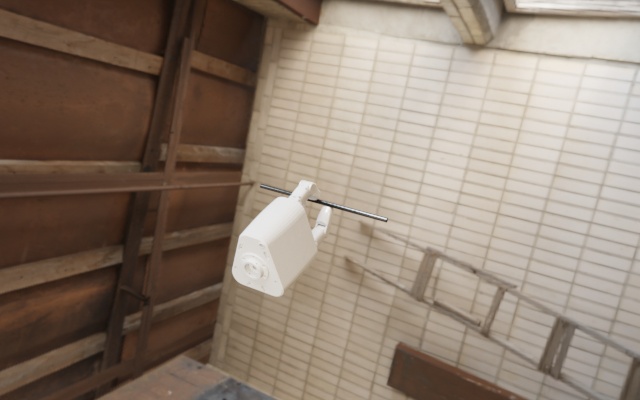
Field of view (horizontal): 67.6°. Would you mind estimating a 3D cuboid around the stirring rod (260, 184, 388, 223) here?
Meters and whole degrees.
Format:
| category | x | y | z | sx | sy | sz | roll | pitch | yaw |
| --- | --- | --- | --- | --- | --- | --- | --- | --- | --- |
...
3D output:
| category | x | y | z | sx | sy | sz | roll | pitch | yaw |
| --- | --- | --- | --- | --- | --- | --- | --- | --- | --- |
| stirring rod | 0.000 | 0.003 | 0.814 | 0.239 | 0.011 | 0.011 | 15 | 6 | 23 |
